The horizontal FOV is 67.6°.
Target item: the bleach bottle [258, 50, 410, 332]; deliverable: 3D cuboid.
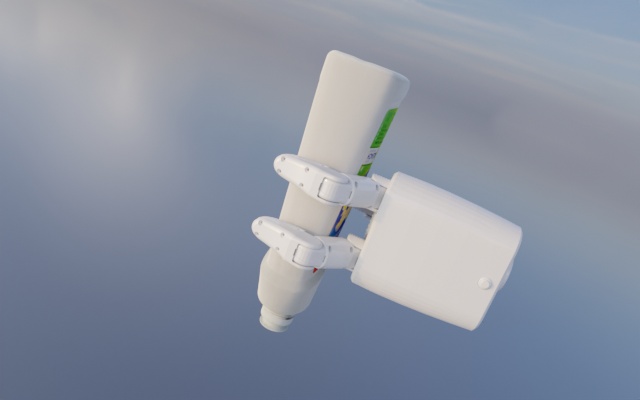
[{"bbox_3d":[0.000,0.001,0.425,0.068,0.251,0.102,23,16,9],"label":"bleach bottle"}]
